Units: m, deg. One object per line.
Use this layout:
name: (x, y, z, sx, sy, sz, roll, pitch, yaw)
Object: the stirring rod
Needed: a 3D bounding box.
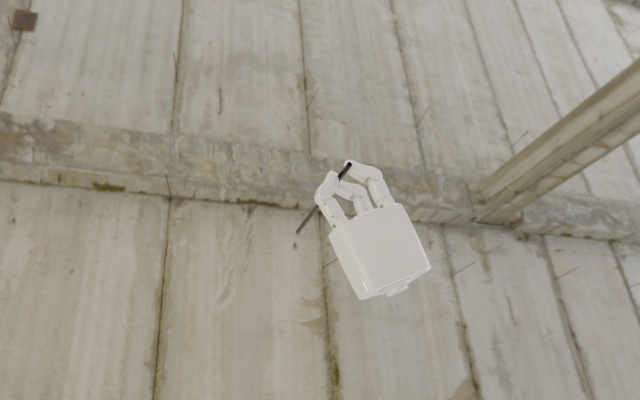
stirring rod: (0.000, 0.003, 0.797, 0.011, 0.011, 0.240, 0, -28, -24)
